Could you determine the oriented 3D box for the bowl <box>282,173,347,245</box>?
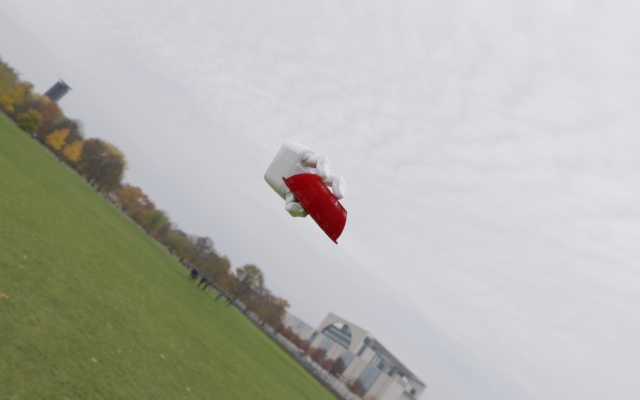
[{"bbox_3d":[0.001,0.003,0.881,0.055,0.162,0.162,-39,-2,2],"label":"bowl"}]
